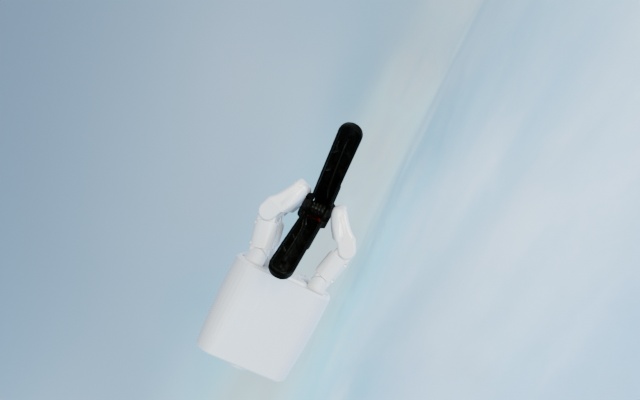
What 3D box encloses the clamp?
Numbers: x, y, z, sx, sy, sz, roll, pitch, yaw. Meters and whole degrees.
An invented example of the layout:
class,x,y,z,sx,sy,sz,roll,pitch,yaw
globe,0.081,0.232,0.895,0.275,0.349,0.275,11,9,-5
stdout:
class,x,y,z,sx,sy,sz,roll,pitch,yaw
clamp,0.001,0.002,0.537,0.036,0.164,0.210,28,0,3
